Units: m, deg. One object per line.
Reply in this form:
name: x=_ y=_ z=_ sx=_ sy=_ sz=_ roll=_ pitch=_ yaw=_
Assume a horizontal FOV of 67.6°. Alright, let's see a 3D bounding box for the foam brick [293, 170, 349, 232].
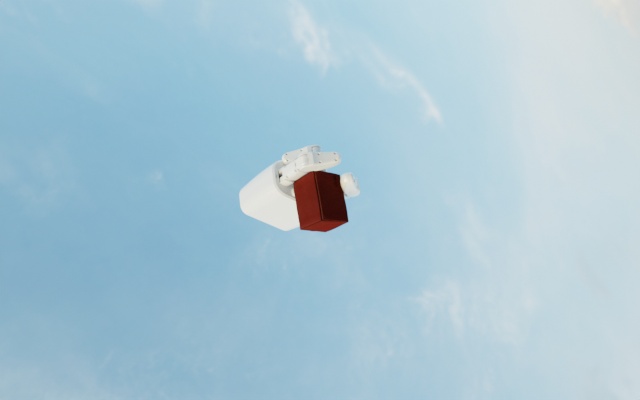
foam brick: x=0.000 y=0.003 z=0.694 sx=0.053 sy=0.078 sz=0.051 roll=8 pitch=-26 yaw=-41
